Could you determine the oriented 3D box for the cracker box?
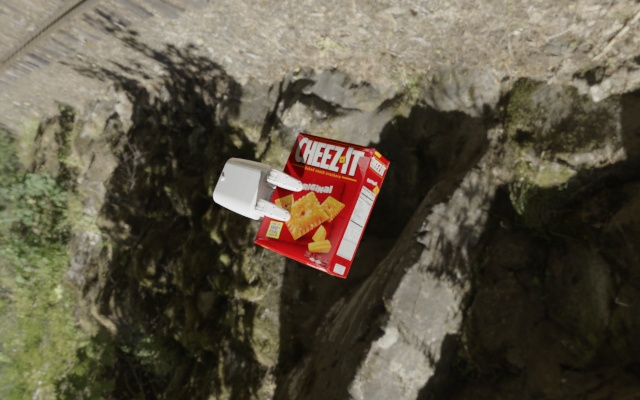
[{"bbox_3d":[0.000,0.003,0.816,0.164,0.213,0.072,17,-7,34],"label":"cracker box"}]
